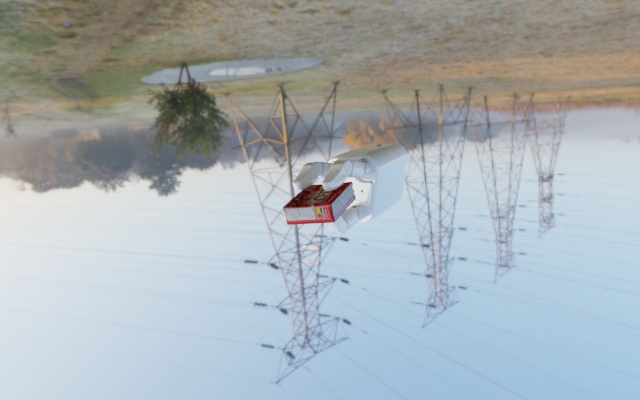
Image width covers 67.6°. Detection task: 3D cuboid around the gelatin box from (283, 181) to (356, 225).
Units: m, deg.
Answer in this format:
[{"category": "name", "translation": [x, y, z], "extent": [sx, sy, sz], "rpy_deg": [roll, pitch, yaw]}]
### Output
[{"category": "gelatin box", "translation": [0.000, 0.003, 0.670], "extent": [0.073, 0.030, 0.089], "rpy_deg": [-4, 21, 26]}]
